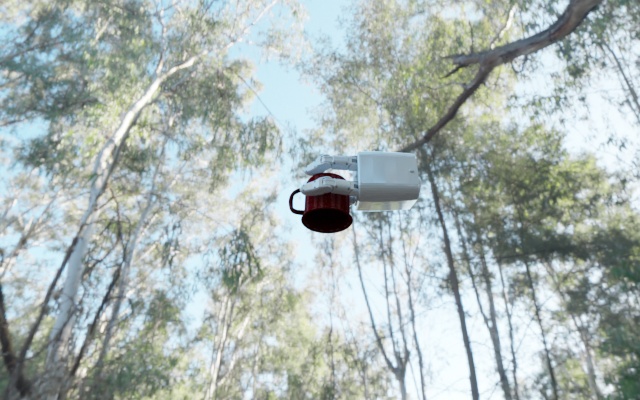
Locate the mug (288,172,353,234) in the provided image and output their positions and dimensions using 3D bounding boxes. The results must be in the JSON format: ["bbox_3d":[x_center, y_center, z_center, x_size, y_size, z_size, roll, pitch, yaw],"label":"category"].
[{"bbox_3d":[-0.001,0.003,0.872,0.117,0.081,0.093,1,-32,0],"label":"mug"}]
